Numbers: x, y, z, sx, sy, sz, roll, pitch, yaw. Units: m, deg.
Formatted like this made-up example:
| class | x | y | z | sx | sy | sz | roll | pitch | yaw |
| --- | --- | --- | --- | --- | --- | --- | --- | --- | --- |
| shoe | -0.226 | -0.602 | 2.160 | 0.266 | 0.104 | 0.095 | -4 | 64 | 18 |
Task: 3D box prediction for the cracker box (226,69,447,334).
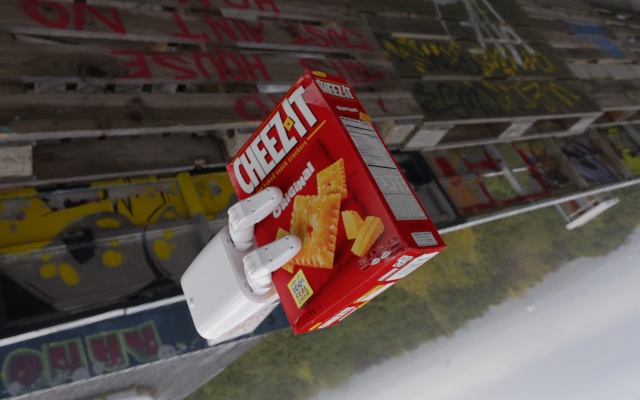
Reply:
| class | x | y | z | sx | sy | sz | roll | pitch | yaw |
| --- | --- | --- | --- | --- | --- | --- | --- | --- | --- |
| cracker box | 0.000 | 0.002 | 0.490 | 0.072 | 0.213 | 0.164 | 2 | -36 | -48 |
